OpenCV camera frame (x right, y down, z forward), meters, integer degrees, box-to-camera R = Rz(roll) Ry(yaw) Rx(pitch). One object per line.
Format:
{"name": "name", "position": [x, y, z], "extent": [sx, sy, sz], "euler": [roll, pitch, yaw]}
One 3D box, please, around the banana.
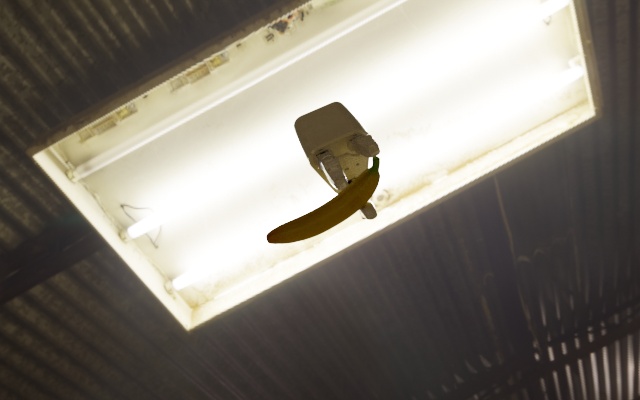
{"name": "banana", "position": [0.013, 0.009, 0.677], "extent": [0.198, 0.037, 0.070], "euler": [-37, -46, 12]}
